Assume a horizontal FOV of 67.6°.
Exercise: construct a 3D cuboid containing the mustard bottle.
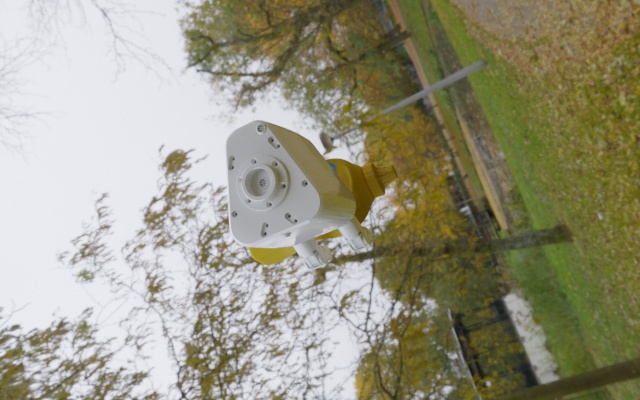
[{"bbox_3d":[0.000,0.002,0.570,0.191,0.096,0.058,-23,-34,15],"label":"mustard bottle"}]
